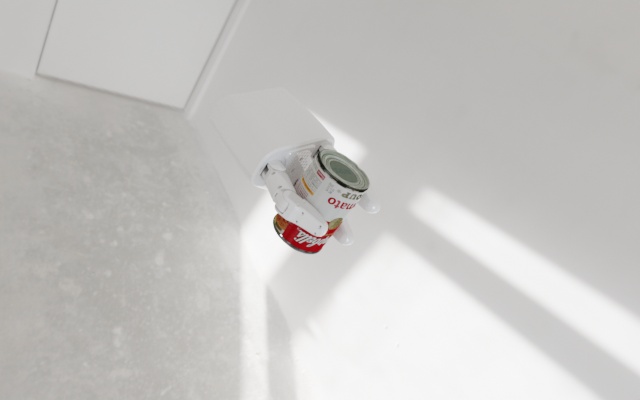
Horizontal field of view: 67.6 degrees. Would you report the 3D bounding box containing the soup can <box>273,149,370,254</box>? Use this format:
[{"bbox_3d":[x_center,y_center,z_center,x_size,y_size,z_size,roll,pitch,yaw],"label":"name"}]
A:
[{"bbox_3d":[0.000,0.002,0.536,0.068,0.102,0.068,27,29,-17],"label":"soup can"}]
